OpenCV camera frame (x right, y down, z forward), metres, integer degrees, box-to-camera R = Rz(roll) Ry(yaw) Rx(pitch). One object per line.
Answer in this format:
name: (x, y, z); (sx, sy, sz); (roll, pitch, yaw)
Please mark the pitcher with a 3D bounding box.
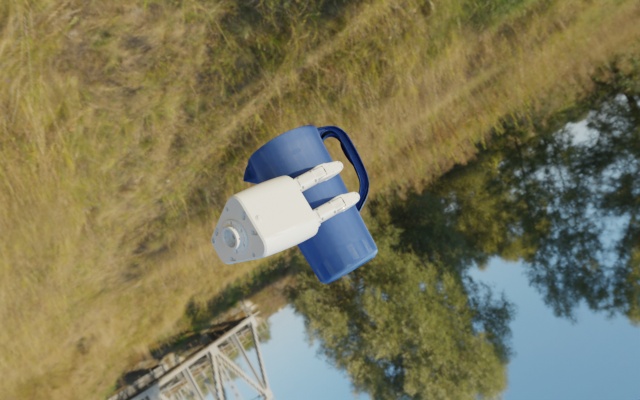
pitcher: (0.000, 0.003, 0.788); (0.149, 0.243, 0.145); (-36, -9, 41)
